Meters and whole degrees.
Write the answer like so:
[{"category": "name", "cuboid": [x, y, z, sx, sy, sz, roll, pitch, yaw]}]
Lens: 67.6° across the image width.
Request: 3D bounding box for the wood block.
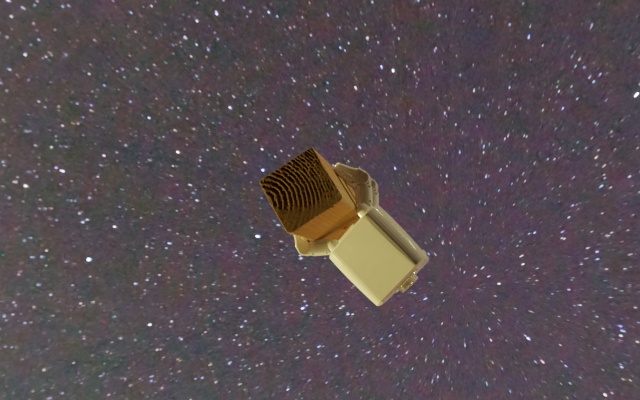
[{"category": "wood block", "cuboid": [0.000, 0.003, 0.737, 0.091, 0.090, 0.206, -33, -17, 8]}]
